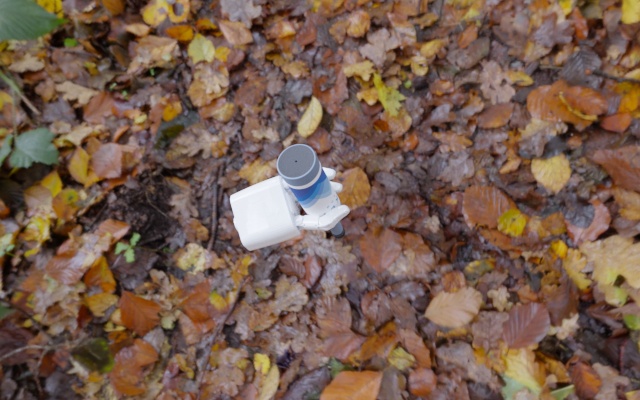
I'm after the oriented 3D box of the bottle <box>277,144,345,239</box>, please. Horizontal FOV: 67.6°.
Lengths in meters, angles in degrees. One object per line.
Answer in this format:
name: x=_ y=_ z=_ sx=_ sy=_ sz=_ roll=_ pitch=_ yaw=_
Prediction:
bottle: x=0.000 y=0.003 z=0.892 sx=0.069 sy=0.069 sz=0.296 roll=0 pitch=-27 yaw=17
